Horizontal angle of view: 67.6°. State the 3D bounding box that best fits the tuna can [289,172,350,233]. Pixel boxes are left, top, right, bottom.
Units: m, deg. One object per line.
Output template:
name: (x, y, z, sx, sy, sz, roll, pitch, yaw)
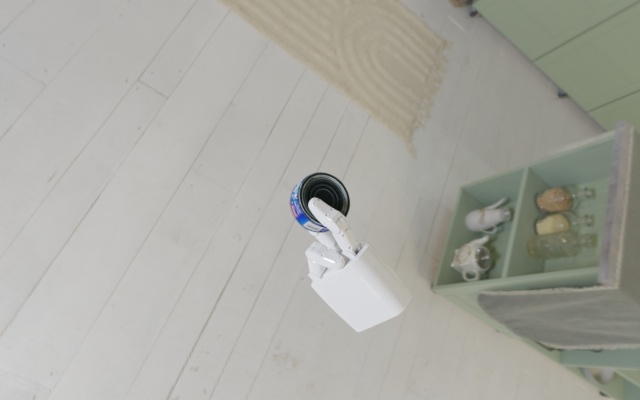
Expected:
tuna can: (0.000, 0.002, 0.702, 0.086, 0.086, 0.034, 0, -18, -26)
